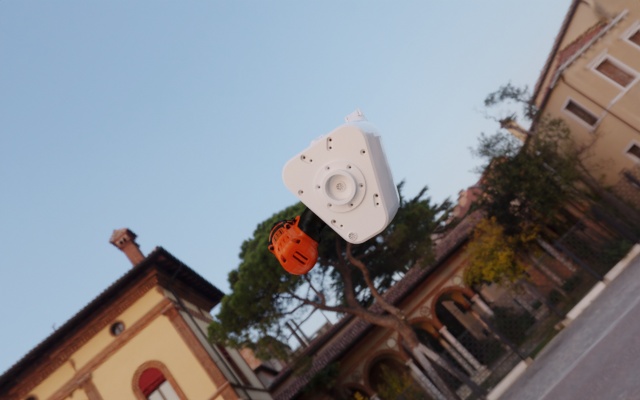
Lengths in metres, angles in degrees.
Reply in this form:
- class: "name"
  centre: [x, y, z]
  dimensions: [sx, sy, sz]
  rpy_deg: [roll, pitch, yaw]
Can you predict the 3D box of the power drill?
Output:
- class: "power drill"
  centre: [0.000, 0.002, 0.633]
  dimensions: [0.057, 0.187, 0.184]
  rpy_deg: [35, -1, -14]
